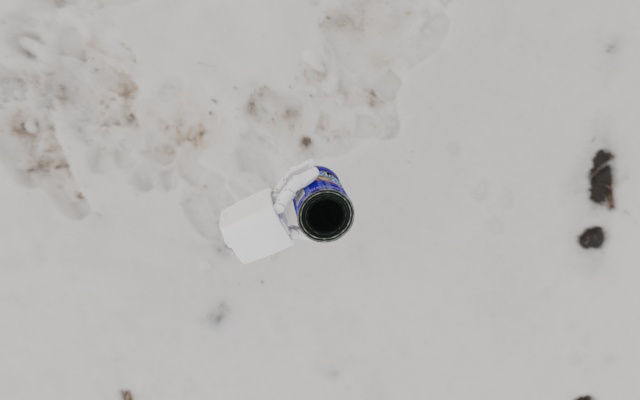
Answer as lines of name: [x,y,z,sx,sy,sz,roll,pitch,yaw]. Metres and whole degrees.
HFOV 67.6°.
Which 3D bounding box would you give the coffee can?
coffee can: [0.000,0.003,0.896,0.103,0.103,0.140,0,21,-9]
